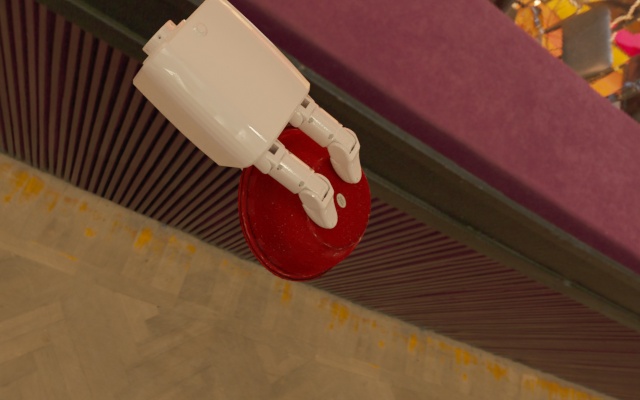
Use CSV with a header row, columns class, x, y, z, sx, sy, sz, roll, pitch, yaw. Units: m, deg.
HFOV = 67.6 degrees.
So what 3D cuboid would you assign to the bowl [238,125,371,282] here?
class,x,y,z,sx,sy,sz,roll,pitch,yaw
bowl,0.001,0.002,0.474,0.162,0.162,0.055,0,-2,-44
